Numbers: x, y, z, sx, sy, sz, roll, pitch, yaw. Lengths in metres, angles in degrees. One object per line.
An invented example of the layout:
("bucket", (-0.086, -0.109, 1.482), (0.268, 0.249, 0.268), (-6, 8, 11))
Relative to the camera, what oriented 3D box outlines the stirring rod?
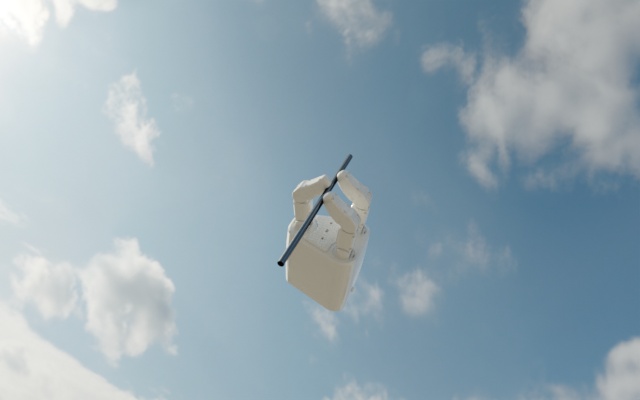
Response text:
("stirring rod", (0.000, 0.002, 0.601), (0.011, 0.011, 0.239), (0, 33, 25))
